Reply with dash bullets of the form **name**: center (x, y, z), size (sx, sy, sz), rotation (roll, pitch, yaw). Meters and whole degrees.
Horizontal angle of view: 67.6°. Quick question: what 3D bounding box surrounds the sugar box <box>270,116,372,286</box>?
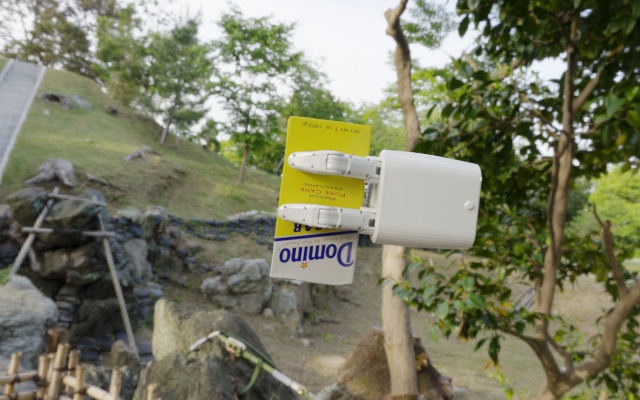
- **sugar box**: center (0.000, 0.002, 0.528), size (0.093, 0.176, 0.048), rotation (6, -1, -2)
